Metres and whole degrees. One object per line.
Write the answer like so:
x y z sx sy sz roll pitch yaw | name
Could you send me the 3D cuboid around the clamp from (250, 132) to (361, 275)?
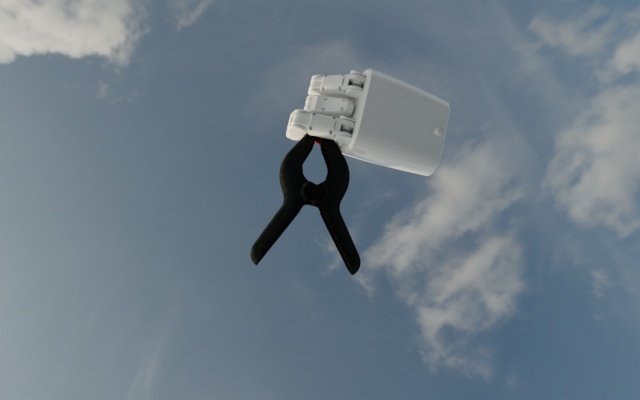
0.000 0.002 0.535 0.120 0.171 0.039 16 -8 -12 | clamp
